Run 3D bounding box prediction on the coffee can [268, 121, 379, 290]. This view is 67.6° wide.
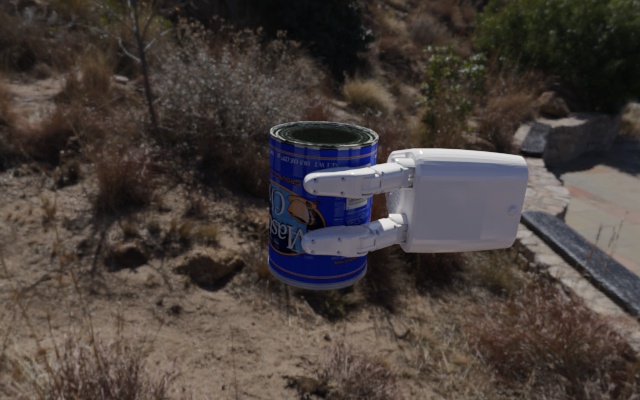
[{"bbox_3d":[0.000,0.002,0.470,0.103,0.140,0.102,3,21,-1],"label":"coffee can"}]
